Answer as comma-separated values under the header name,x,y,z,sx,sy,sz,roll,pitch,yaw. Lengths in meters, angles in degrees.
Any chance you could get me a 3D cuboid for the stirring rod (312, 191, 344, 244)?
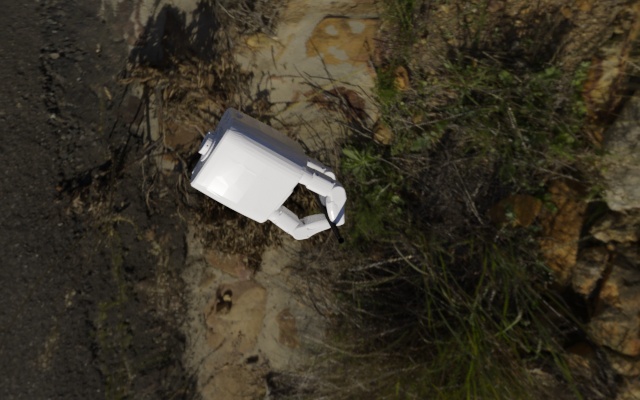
name,x,y,z,sx,sy,sz,roll,pitch,yaw
stirring rod,0.000,0.002,0.696,0.011,0.011,0.239,0,23,-13
